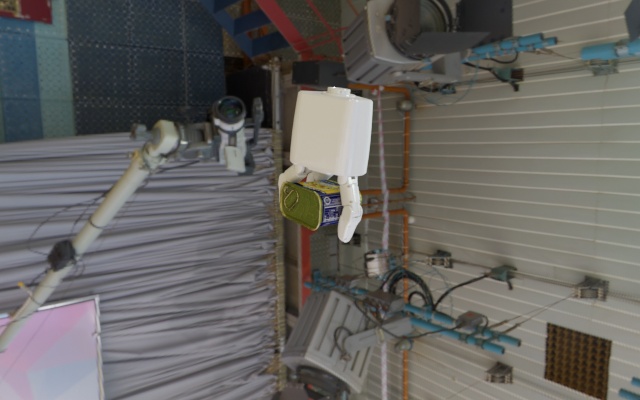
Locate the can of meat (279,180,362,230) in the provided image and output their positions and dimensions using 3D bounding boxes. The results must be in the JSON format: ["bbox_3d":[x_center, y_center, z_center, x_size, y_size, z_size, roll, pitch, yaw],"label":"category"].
[{"bbox_3d":[0.000,0.002,0.728,0.084,0.057,0.102,-8,18,-37],"label":"can of meat"}]
